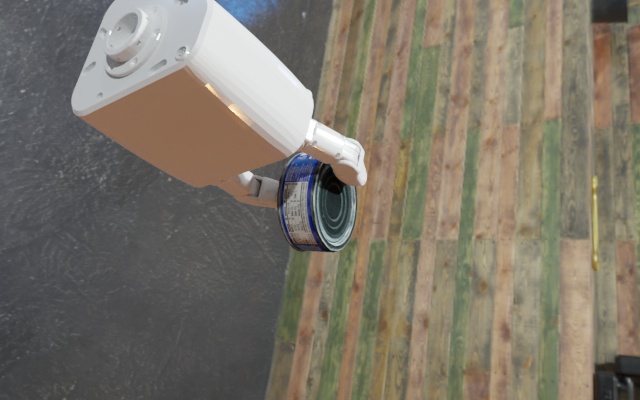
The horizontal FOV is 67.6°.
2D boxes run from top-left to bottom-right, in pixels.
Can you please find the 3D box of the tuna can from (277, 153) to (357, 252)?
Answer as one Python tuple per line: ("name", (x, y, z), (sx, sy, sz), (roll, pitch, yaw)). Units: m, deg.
("tuna can", (0.001, 0.001, 0.406), (0.034, 0.086, 0.086), (0, 0, 28))
